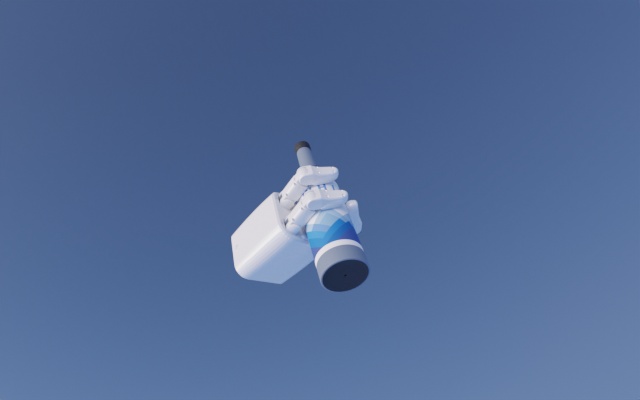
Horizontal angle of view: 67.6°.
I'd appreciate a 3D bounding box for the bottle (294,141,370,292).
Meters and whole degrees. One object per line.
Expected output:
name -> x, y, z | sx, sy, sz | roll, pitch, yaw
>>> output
bottle -> 0.000, 0.002, 0.719 | 0.069, 0.069, 0.295 | 0, 40, -17
